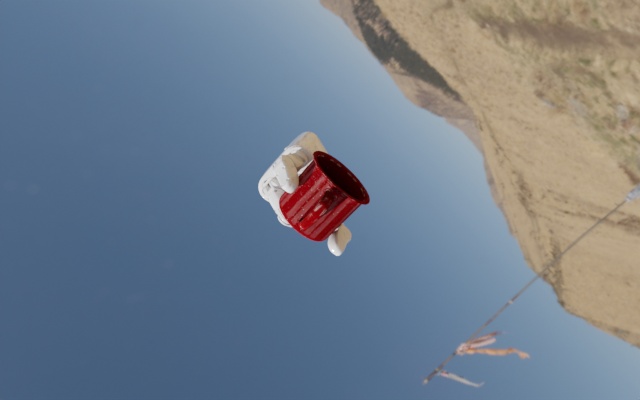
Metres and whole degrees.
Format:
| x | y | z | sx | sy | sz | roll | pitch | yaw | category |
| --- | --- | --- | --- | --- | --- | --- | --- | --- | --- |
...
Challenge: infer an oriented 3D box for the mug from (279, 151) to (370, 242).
| x | y | z | sx | sy | sz | roll | pitch | yaw | category |
| --- | --- | --- | --- | --- | --- | --- | --- | --- | --- |
| 0.000 | 0.003 | 0.595 | 0.093 | 0.081 | 0.117 | 40 | 20 | -9 | mug |
